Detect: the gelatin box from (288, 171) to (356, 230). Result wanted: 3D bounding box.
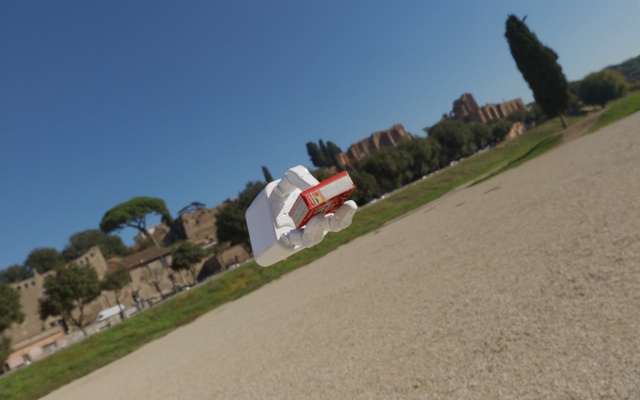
[{"bbox_3d":[0.000,0.002,0.654,0.073,0.030,0.089,-26,-13,-22],"label":"gelatin box"}]
